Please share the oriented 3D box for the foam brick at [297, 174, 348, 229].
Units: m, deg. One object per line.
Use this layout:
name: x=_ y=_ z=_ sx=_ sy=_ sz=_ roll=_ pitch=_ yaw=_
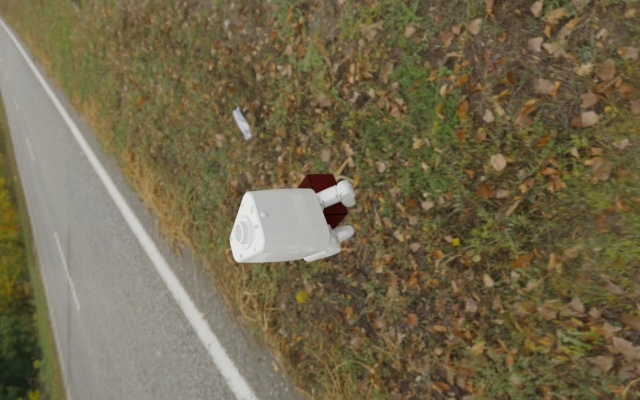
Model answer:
foam brick: x=0.000 y=0.002 z=0.762 sx=0.051 sy=0.078 sz=0.053 roll=-2 pitch=-32 yaw=-32
